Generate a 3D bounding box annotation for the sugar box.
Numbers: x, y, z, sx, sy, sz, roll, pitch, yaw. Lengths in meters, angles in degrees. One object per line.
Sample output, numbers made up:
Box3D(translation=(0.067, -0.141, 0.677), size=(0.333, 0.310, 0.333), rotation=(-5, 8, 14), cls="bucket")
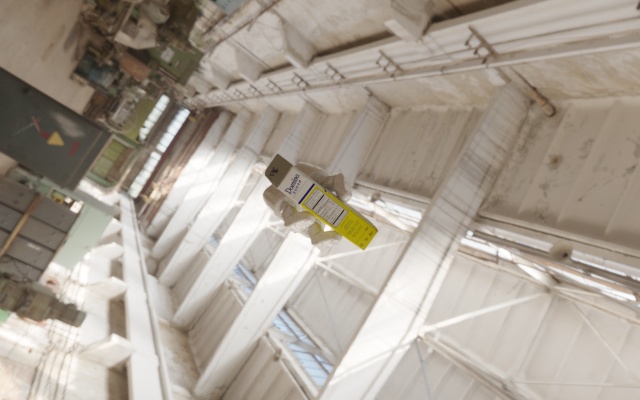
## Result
Box3D(translation=(0.000, 0.003, 0.725), size=(0.176, 0.048, 0.093), rotation=(34, 3, -24), cls="sugar box")
